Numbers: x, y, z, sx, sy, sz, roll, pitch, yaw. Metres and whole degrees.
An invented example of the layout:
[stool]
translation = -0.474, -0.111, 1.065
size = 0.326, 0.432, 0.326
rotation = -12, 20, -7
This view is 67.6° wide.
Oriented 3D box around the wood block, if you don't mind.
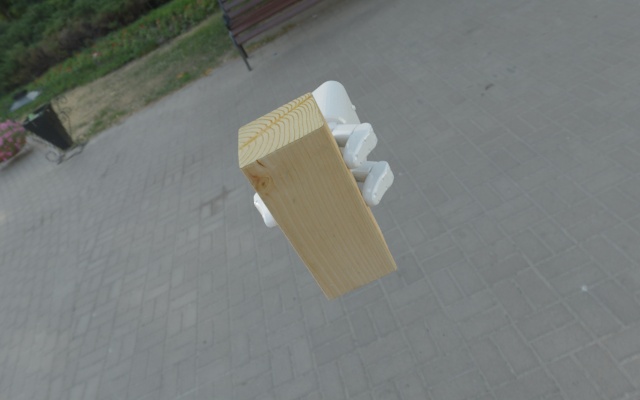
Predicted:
[wood block]
translation = 0.000, 0.002, 0.530
size = 0.091, 0.206, 0.090
rotation = -26, 34, 7
